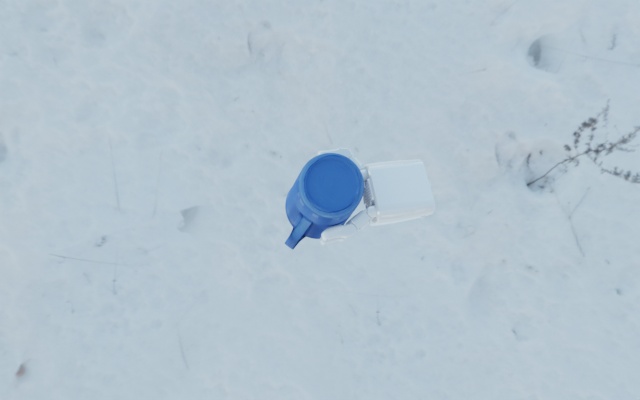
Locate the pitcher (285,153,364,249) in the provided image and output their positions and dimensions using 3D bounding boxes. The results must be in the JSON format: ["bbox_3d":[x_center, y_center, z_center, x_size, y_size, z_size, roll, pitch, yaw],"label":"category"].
[{"bbox_3d":[0.000,0.003,0.873,0.145,0.149,0.243,-7,-9,-7],"label":"pitcher"}]
